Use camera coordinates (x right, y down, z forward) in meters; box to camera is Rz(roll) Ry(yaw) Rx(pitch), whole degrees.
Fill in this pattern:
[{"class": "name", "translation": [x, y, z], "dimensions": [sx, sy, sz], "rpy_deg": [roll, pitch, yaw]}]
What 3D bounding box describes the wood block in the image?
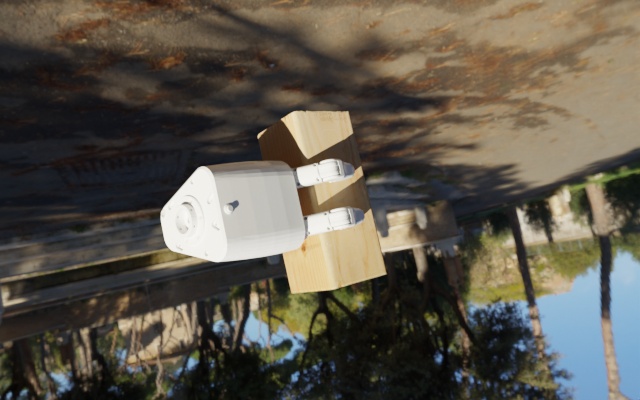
[{"class": "wood block", "translation": [0.000, 0.002, 0.595], "dimensions": [0.090, 0.206, 0.091], "rpy_deg": [-8, -7, -38]}]
